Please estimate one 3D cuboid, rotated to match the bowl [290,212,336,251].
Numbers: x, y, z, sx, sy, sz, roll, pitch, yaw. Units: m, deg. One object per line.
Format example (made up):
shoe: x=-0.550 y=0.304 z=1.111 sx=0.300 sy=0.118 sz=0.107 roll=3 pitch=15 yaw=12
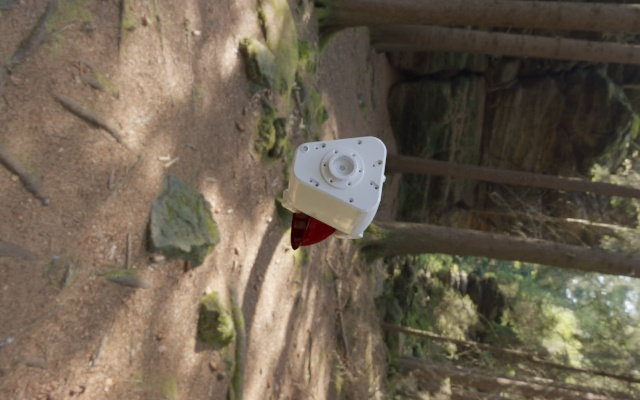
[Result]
bowl: x=0.000 y=0.002 z=0.735 sx=0.055 sy=0.162 sz=0.162 roll=13 pitch=-3 yaw=-12
